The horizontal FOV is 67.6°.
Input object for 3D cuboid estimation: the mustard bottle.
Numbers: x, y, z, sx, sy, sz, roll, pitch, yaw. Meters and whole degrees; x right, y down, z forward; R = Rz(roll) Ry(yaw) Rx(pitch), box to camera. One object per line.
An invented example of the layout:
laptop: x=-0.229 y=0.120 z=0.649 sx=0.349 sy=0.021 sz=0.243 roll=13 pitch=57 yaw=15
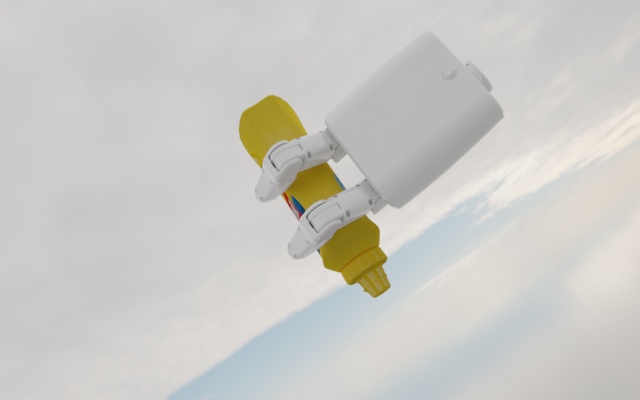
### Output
mustard bottle: x=0.000 y=0.001 z=0.424 sx=0.058 sy=0.191 sz=0.096 roll=-33 pitch=-18 yaw=-7
